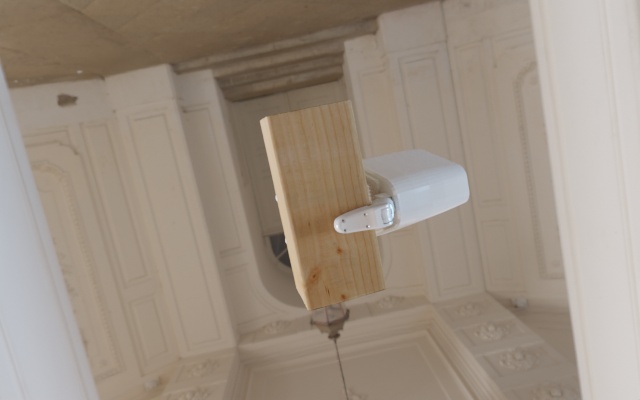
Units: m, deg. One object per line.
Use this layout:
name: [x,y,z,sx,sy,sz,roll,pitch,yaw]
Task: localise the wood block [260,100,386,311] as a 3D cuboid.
wood block: [0.001,0.002,0.532,0.090,0.206,0.091,-13,9,-11]
